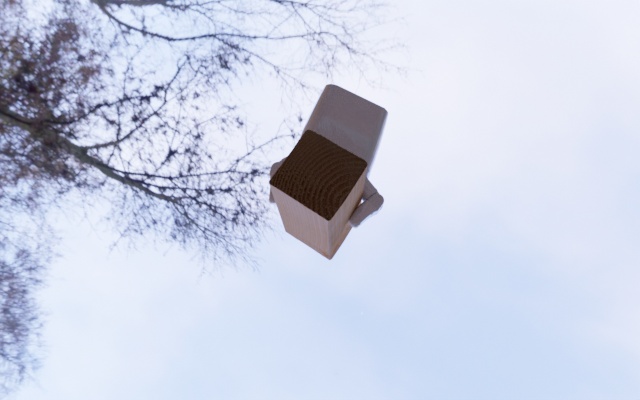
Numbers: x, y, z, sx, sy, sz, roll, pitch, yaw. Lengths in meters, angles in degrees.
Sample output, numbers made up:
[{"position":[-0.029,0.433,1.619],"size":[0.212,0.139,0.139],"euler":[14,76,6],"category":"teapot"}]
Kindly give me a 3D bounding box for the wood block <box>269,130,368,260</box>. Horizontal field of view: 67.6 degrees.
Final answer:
[{"position":[0.001,0.002,0.664],"size":[0.091,0.090,0.206],"euler":[31,-16,12],"category":"wood block"}]
